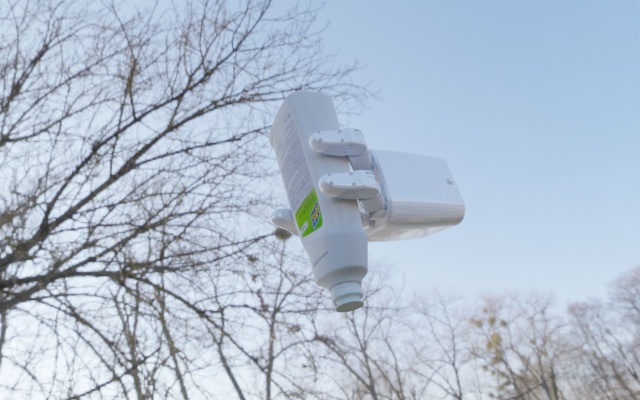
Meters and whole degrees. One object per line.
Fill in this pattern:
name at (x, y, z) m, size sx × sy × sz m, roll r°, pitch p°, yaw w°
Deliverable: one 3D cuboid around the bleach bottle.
bleach bottle at (0.000, 0.002, 0.524) m, size 0.068 × 0.250 × 0.103 m, roll 1°, pitch -34°, yaw -23°
